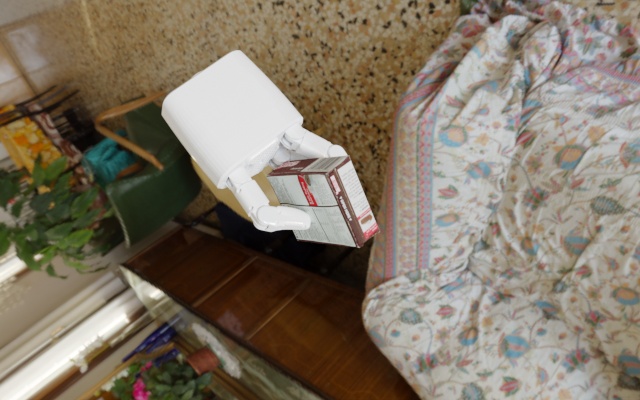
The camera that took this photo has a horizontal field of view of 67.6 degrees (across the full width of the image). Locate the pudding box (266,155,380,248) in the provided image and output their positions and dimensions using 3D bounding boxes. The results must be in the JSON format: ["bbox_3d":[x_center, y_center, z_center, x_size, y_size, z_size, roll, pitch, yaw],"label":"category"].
[{"bbox_3d":[0.000,0.002,0.515,0.039,0.090,0.113,-36,22,-30],"label":"pudding box"}]
